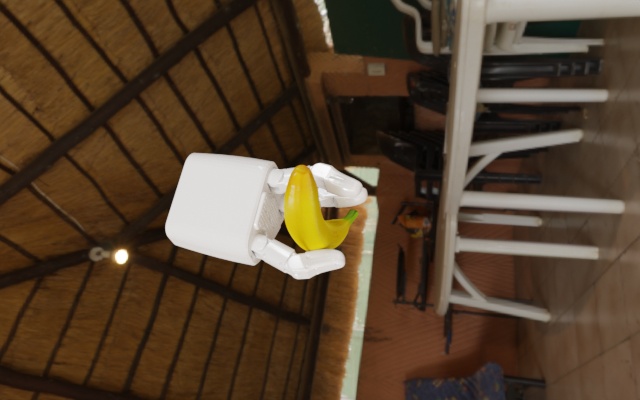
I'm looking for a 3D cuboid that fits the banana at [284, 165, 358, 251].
[{"bbox_3d":[-0.005,0.020,0.504,0.037,0.069,0.198,17,-7,19],"label":"banana"}]
